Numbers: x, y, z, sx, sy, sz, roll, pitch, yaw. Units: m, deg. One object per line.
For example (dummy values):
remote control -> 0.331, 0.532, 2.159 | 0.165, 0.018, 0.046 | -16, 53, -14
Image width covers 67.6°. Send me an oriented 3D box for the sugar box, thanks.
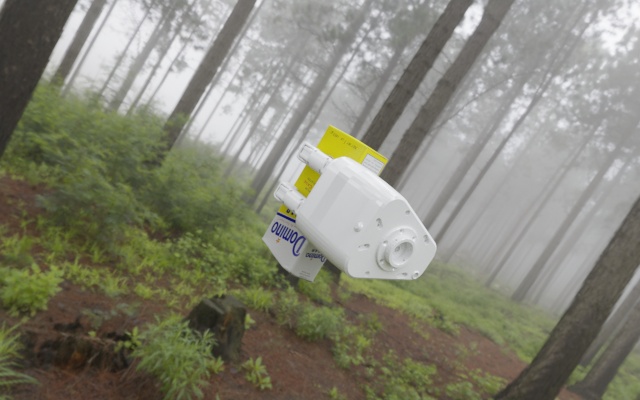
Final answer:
sugar box -> 0.000, 0.002, 0.593 | 0.048, 0.176, 0.093 | 28, 7, -37
